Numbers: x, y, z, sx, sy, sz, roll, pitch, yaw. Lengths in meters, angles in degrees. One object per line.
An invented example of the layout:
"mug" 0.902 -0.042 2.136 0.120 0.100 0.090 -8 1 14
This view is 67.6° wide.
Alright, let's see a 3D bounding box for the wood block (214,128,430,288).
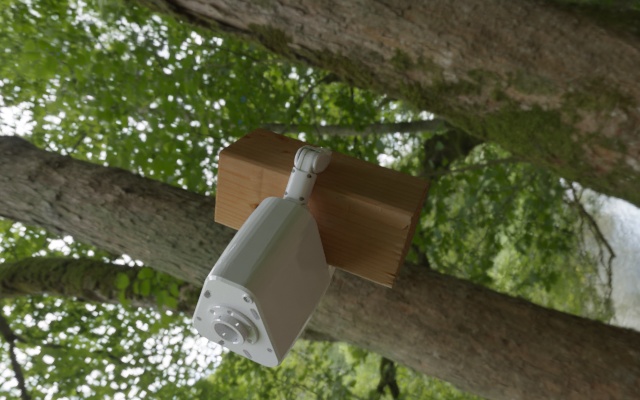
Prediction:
"wood block" 0.000 0.002 0.516 0.206 0.091 0.090 19 31 14
